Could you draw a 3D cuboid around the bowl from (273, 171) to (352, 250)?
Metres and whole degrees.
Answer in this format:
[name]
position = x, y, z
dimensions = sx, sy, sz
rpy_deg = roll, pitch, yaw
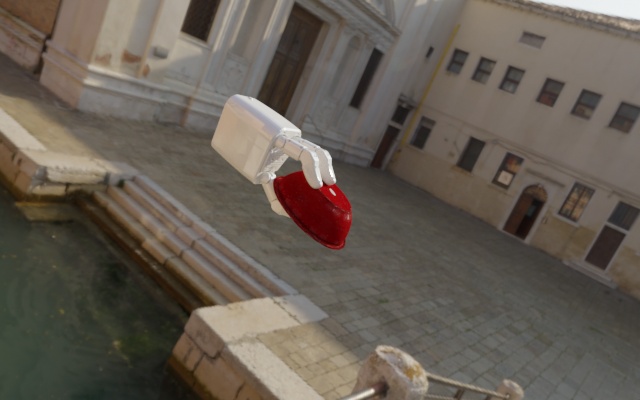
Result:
[bowl]
position = 0.001, 0.003, 0.784
dimensions = 0.055, 0.162, 0.162
rpy_deg = -44, -16, 18
